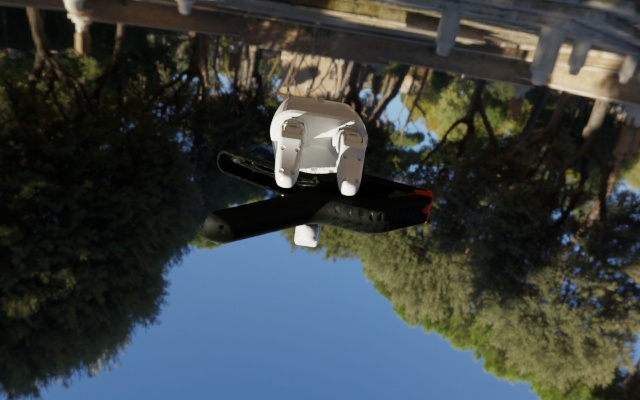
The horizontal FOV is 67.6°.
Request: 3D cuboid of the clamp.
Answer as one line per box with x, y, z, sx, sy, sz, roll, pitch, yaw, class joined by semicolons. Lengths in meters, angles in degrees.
0.000;0.002;0.424;0.210;0.036;0.164;8;24;-4;clamp
